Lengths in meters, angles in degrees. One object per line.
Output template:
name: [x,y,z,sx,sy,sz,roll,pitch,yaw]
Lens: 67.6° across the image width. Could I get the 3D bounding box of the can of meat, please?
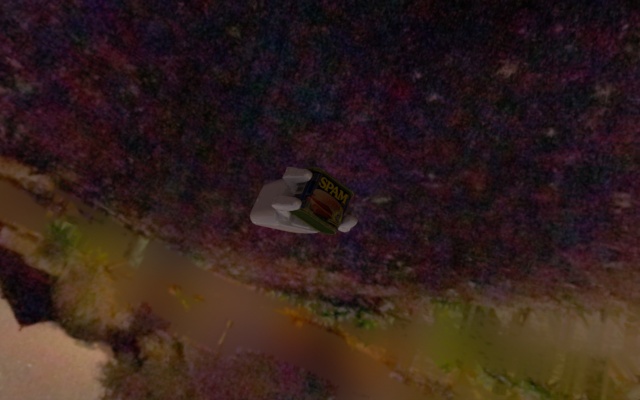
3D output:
can of meat: [0.000,0.003,0.847,0.102,0.084,0.057,36,-23,-32]
